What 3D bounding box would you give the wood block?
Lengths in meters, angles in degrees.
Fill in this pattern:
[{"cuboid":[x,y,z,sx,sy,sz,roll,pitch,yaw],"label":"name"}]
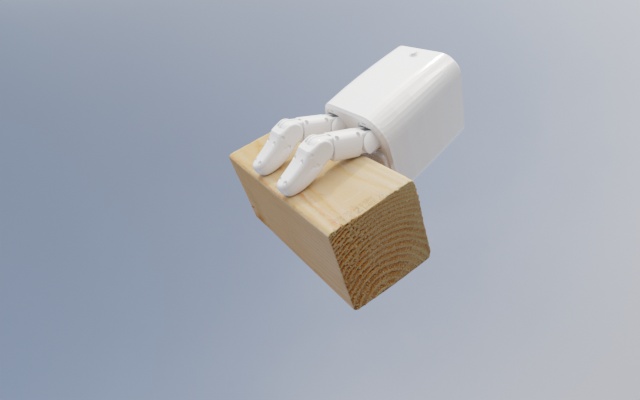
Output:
[{"cuboid":[0.000,0.002,0.475,0.090,0.091,0.206,-32,35,-17],"label":"wood block"}]
